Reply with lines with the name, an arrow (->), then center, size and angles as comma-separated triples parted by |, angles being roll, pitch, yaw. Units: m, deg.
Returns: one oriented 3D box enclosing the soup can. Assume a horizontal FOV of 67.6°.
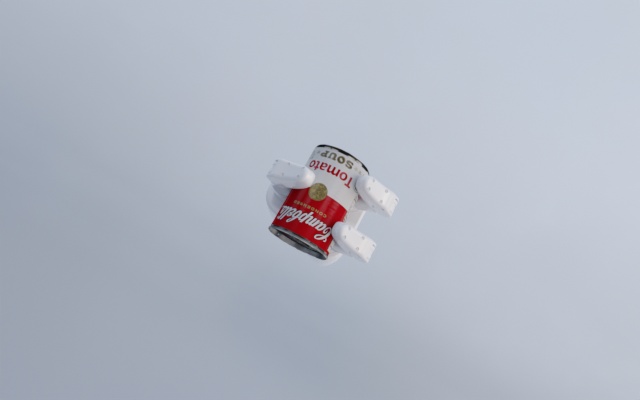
soup can -> 0.000, 0.001, 0.497 | 0.068, 0.102, 0.068 | 27, -14, 7
